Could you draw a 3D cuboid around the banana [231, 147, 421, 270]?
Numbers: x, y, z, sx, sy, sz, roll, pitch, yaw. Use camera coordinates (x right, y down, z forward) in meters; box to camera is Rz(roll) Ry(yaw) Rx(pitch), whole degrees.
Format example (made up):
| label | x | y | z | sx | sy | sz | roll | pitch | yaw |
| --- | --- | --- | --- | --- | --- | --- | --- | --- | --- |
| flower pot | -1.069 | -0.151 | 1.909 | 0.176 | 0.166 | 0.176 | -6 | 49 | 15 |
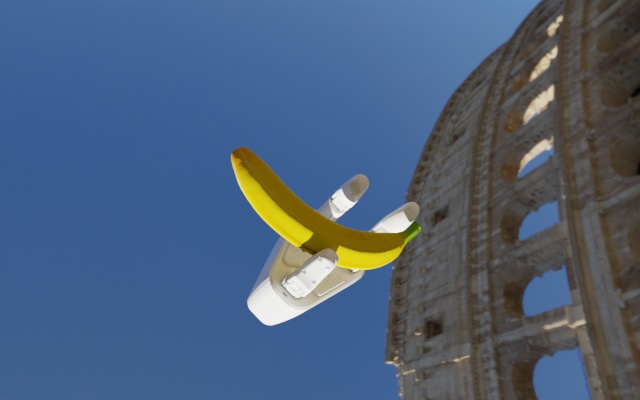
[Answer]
| label | x | y | z | sx | sy | sz | roll | pitch | yaw |
| --- | --- | --- | --- | --- | --- | --- | --- | --- | --- |
| banana | -0.002 | 0.018 | 0.450 | 0.198 | 0.069 | 0.037 | 24 | -29 | -12 |
